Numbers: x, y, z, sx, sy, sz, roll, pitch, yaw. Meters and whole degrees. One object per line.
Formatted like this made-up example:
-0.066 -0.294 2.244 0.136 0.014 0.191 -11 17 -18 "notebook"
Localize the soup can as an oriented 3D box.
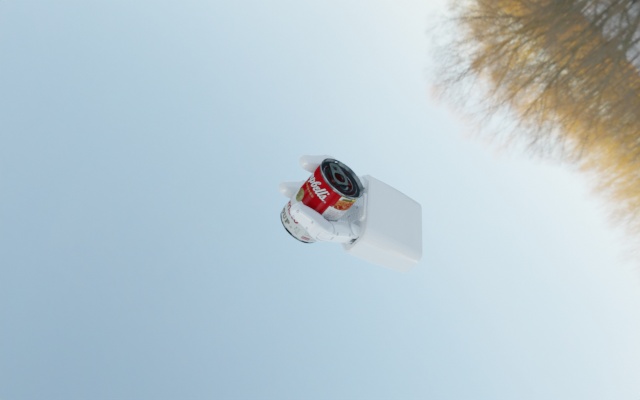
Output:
0.000 0.002 0.639 0.068 0.068 0.102 0 -38 -46 "soup can"
